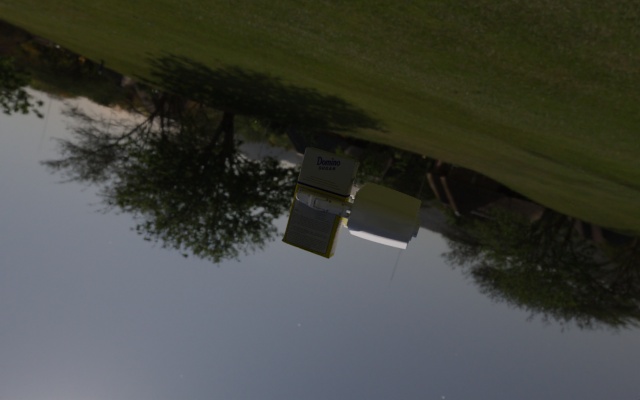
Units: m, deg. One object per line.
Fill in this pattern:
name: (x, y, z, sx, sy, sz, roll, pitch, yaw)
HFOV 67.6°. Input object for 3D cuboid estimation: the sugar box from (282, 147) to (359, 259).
sugar box: (0.000, 0.003, 0.837, 0.093, 0.176, 0.048, 18, 7, 14)
